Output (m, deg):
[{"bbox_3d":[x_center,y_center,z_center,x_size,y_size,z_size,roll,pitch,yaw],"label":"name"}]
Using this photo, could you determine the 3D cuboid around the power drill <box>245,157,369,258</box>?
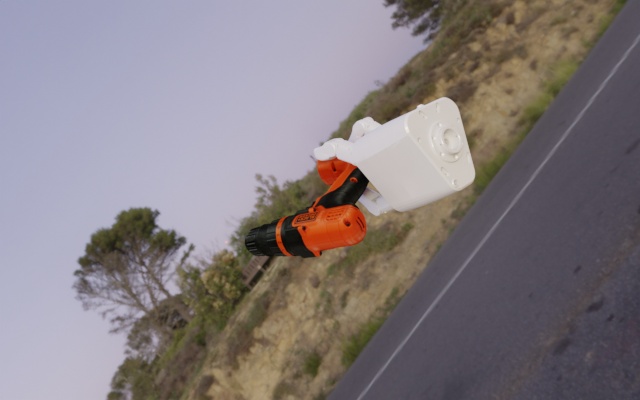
[{"bbox_3d":[0.000,0.002,0.651,0.184,0.057,0.187,-10,35,35],"label":"power drill"}]
